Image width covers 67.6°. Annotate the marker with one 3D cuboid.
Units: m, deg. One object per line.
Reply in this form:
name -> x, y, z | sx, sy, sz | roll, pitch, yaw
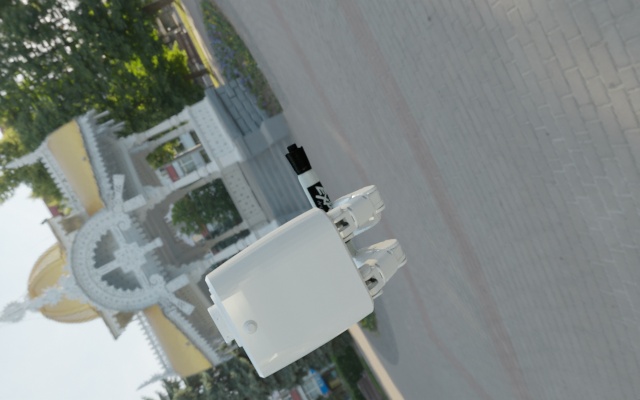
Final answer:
marker -> 0.000, 0.001, 0.453 | 0.020, 0.121, 0.020 | -27, 8, 4
